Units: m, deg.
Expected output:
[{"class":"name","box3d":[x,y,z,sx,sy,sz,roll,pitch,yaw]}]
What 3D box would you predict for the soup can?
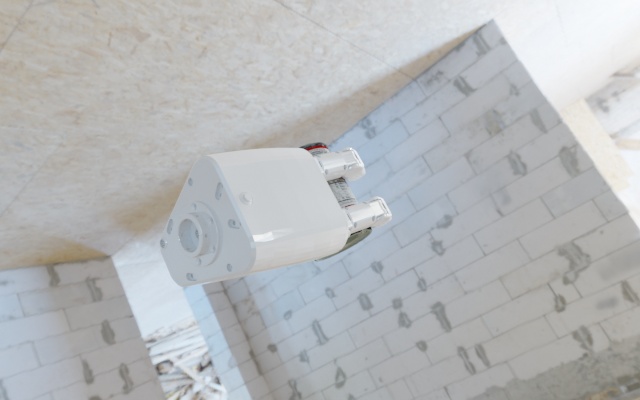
[{"class":"soup can","box3d":[0.000,0.002,0.485,0.068,0.102,0.068,-26,-15,-8]}]
